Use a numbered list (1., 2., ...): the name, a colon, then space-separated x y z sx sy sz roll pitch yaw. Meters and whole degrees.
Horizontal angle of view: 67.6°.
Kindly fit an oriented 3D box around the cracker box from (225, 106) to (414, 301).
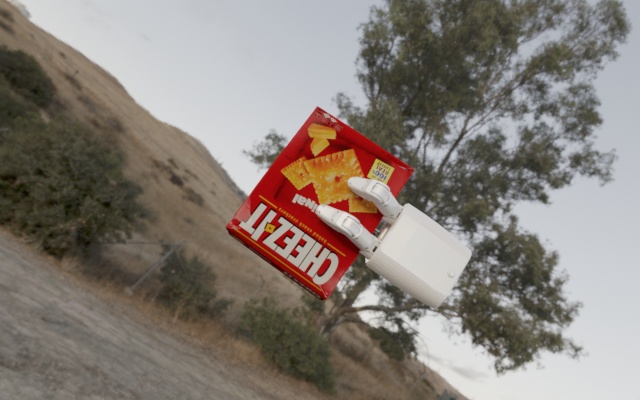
1. cracker box: 0.000 0.002 0.653 0.164 0.213 0.072 35 -13 3
